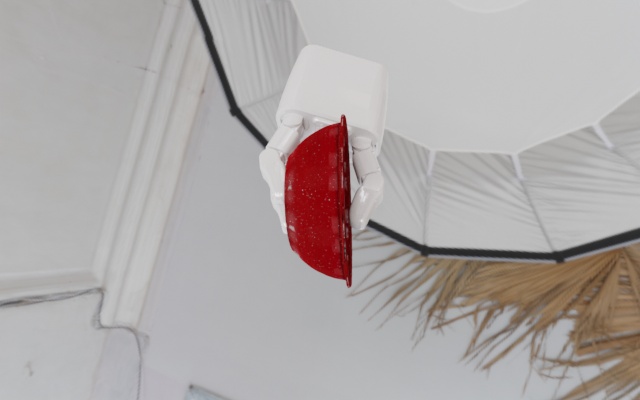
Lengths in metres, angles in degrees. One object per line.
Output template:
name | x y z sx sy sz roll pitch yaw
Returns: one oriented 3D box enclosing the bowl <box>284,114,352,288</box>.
bowl | 0.000 0.002 0.450 0.055 0.162 0.162 -2 0 5
